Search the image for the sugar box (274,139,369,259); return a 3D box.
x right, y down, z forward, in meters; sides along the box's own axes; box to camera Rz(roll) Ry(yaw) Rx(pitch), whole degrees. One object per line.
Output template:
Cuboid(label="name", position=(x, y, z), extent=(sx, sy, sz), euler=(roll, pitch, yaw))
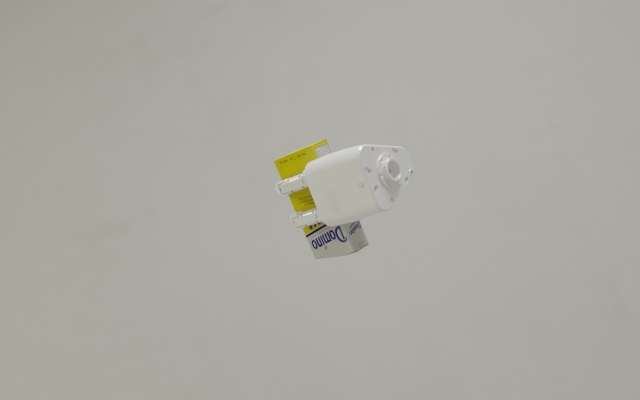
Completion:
Cuboid(label="sugar box", position=(0.000, 0.003, 0.748), extent=(0.093, 0.176, 0.048), euler=(-16, 7, 46))
